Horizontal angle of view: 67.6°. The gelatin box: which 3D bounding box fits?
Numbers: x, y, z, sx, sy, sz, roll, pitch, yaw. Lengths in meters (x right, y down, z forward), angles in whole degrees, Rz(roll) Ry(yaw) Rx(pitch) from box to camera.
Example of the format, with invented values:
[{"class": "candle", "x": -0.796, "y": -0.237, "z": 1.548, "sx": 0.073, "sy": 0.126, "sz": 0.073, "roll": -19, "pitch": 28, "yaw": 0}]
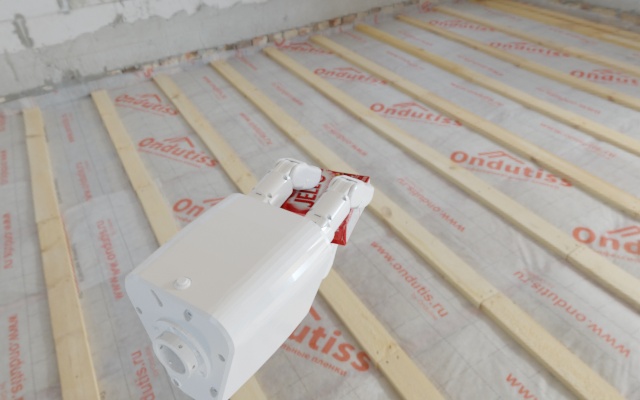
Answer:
[{"class": "gelatin box", "x": 0.000, "y": 0.002, "z": 0.441, "sx": 0.073, "sy": 0.030, "sz": 0.089, "roll": 10, "pitch": 31, "yaw": 15}]
